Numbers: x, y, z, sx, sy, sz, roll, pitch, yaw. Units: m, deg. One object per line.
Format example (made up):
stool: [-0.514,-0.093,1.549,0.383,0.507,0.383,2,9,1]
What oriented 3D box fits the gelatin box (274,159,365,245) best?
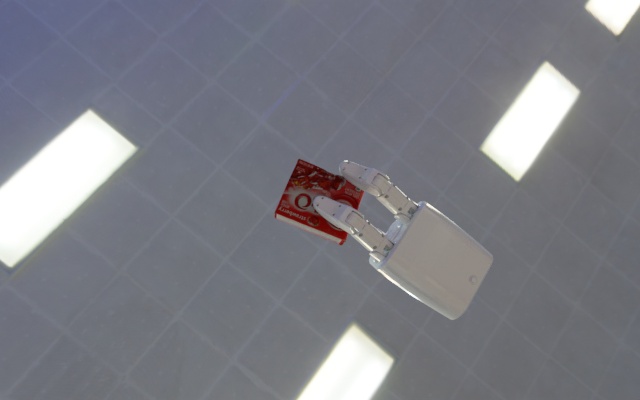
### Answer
gelatin box: [0.000,0.002,0.563,0.089,0.073,0.030,22,-18,1]
